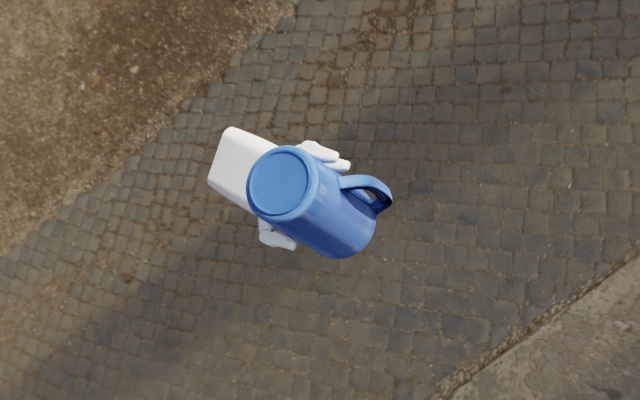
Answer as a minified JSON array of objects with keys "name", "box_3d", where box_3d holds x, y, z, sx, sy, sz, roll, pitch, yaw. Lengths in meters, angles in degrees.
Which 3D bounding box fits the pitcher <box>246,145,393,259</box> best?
[{"name":"pitcher","box_3d":[0.000,0.002,0.724,0.145,0.149,0.243,29,-3,26]}]
